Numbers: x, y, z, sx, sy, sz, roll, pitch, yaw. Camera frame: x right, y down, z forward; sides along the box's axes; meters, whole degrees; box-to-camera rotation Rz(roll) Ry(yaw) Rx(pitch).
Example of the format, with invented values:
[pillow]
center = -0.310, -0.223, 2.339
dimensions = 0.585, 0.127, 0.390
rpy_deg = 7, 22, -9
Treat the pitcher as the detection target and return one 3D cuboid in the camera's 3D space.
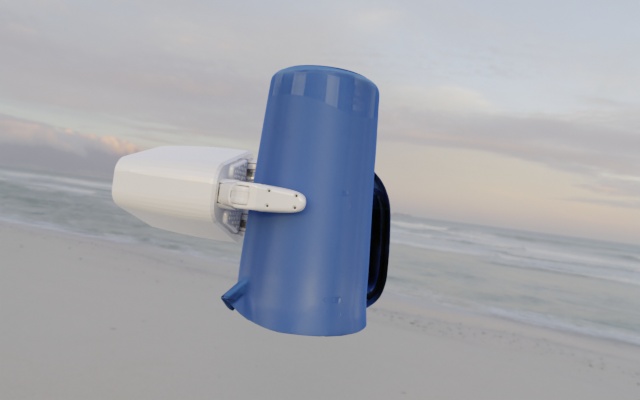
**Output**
[pitcher]
center = 0.000, 0.002, 0.476
dimensions = 0.145, 0.243, 0.149
rpy_deg = 7, 0, 10
